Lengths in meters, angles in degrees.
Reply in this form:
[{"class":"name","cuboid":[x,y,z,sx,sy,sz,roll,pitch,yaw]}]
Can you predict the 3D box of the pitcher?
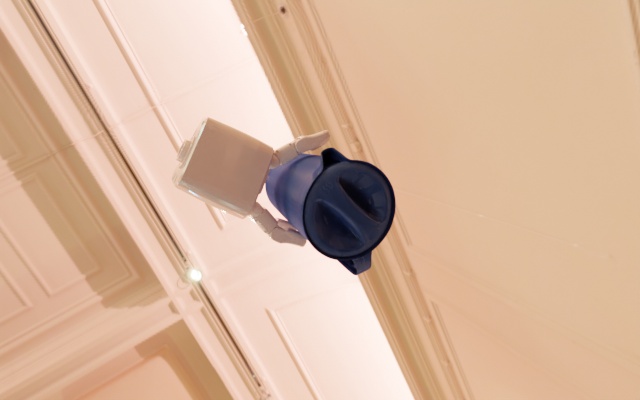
[{"class":"pitcher","cuboid":[0.000,0.002,0.719,0.145,0.149,0.242,23,2,-24]}]
